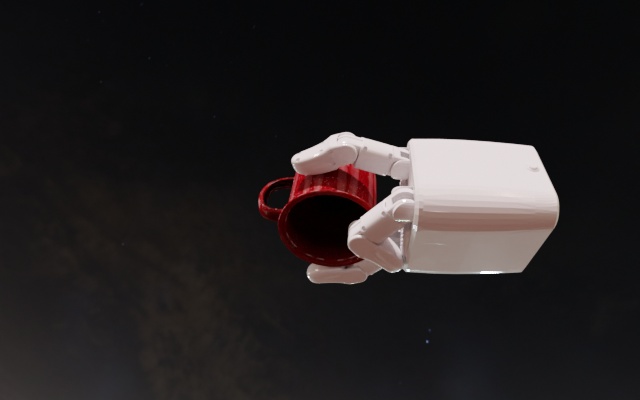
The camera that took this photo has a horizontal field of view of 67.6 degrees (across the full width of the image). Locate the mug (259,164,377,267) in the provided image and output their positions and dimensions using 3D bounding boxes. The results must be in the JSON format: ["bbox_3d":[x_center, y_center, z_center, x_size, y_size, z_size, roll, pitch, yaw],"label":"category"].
[{"bbox_3d":[-0.001,0.001,0.455,0.117,0.093,0.081,3,40,5],"label":"mug"}]
